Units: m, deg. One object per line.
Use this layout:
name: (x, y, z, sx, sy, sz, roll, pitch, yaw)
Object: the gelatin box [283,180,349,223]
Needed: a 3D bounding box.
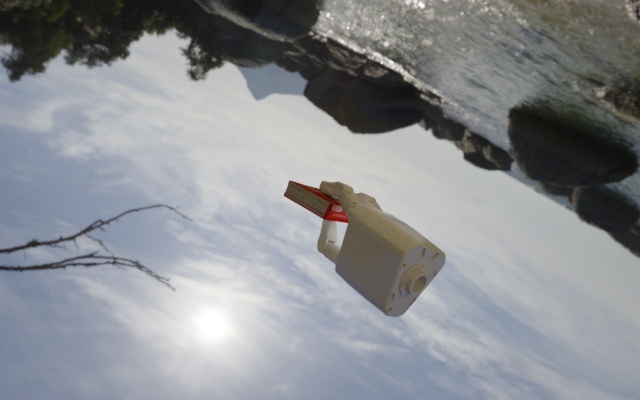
gelatin box: (0.000, 0.003, 0.724, 0.089, 0.030, 0.073, 28, 8, 34)
